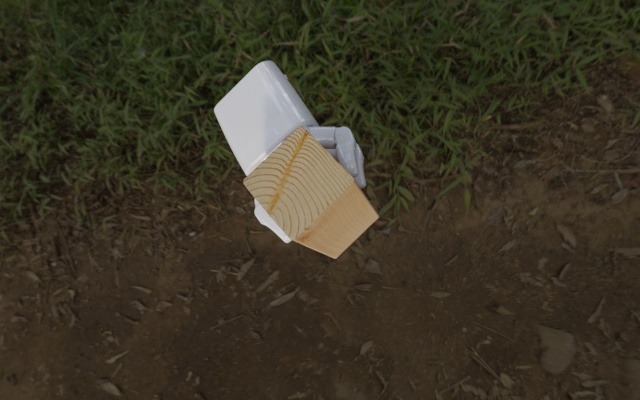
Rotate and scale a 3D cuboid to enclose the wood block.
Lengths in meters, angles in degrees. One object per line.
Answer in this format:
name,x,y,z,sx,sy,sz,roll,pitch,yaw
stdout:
wood block,0.000,0.002,0.590,0.091,0.090,0.206,-43,-18,2
